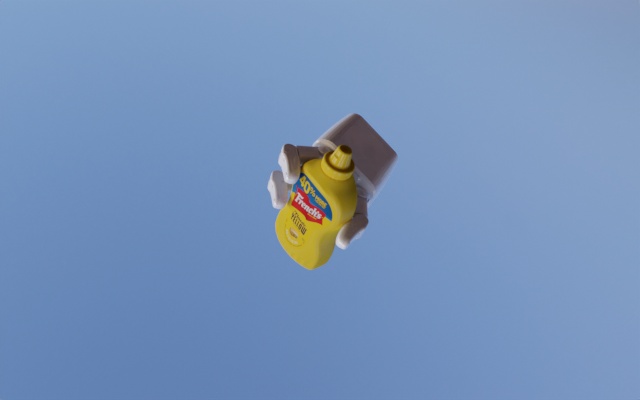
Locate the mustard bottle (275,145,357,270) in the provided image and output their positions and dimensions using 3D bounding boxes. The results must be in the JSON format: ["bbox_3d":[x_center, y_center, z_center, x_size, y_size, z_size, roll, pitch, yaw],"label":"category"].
[{"bbox_3d":[0.000,0.002,0.630,0.058,0.096,0.192,-18,-32,-37],"label":"mustard bottle"}]
